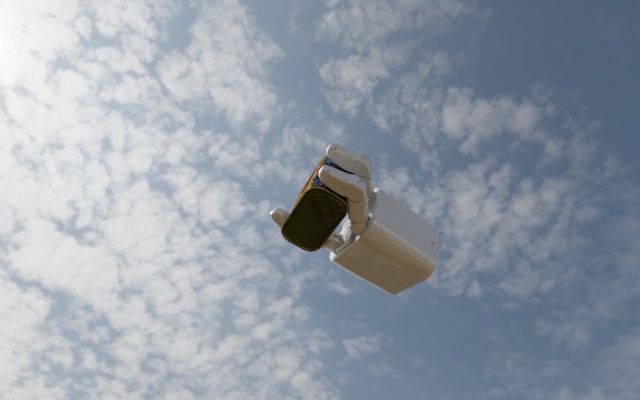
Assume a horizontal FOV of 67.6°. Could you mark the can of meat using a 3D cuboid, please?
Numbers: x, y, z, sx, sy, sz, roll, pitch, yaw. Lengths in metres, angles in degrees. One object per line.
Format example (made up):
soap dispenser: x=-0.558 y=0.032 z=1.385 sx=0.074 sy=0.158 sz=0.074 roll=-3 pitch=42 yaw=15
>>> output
can of meat: x=0.000 y=0.002 z=0.621 sx=0.057 sy=0.102 sz=0.084 roll=30 pitch=38 yaw=-7
